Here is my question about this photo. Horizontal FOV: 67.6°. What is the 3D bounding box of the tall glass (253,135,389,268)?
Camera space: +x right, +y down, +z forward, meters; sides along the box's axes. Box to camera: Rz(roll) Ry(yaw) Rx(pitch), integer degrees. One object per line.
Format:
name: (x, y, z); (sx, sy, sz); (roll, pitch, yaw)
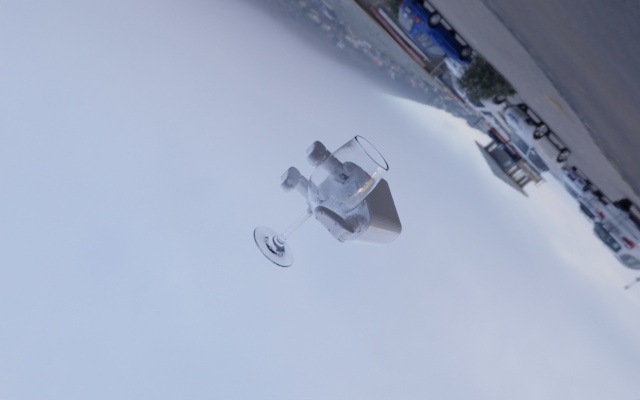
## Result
tall glass: (0.000, 0.003, 0.652); (0.201, 0.079, 0.079); (-44, -19, 21)
